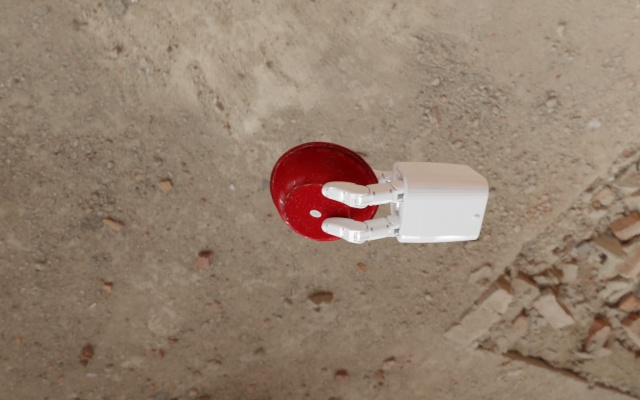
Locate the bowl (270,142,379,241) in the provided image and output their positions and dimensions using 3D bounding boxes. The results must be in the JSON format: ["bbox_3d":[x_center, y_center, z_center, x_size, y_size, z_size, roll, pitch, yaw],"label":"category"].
[{"bbox_3d":[-0.001,0.003,0.662,0.162,0.162,0.055,0,33,14],"label":"bowl"}]
